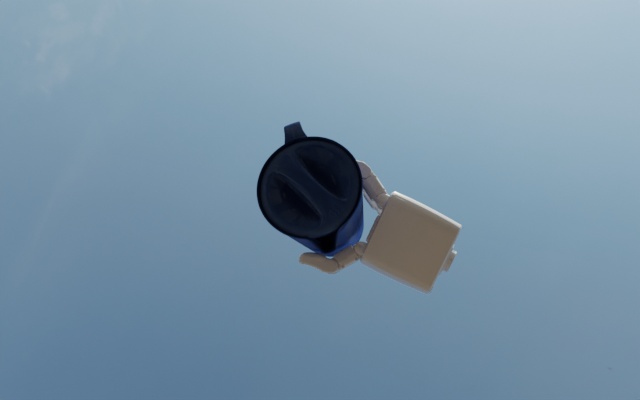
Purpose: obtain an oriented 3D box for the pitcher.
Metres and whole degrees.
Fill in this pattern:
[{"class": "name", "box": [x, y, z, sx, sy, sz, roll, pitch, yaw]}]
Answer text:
[{"class": "pitcher", "box": [0.000, 0.002, 0.699, 0.145, 0.149, 0.243, 25, -10, 14]}]
